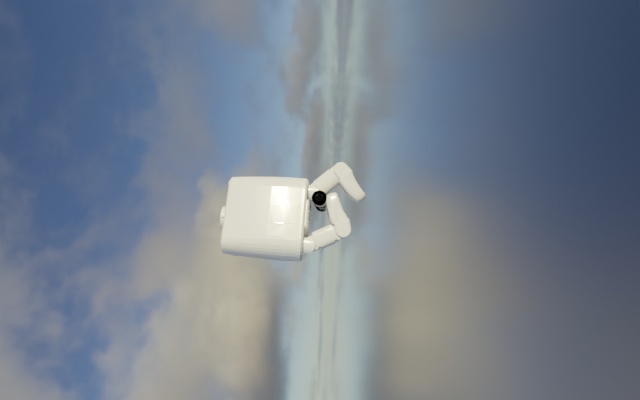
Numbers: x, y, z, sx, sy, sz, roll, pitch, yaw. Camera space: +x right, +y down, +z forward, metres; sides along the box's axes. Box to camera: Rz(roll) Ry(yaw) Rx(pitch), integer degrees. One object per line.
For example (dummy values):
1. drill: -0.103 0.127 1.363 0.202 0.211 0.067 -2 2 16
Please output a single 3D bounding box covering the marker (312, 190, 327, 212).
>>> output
1. marker: 0.000 0.002 0.640 0.020 0.020 0.121 0 -5 2
